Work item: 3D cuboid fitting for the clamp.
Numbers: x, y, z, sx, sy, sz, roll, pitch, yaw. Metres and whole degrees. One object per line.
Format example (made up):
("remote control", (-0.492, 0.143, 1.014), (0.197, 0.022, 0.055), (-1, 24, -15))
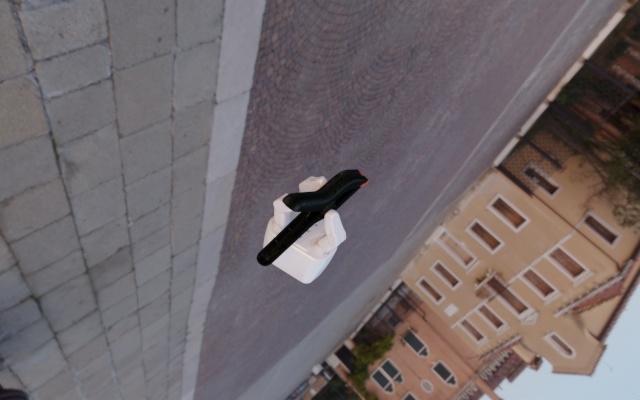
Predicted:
("clamp", (0.001, 0.003, 0.697), (0.210, 0.036, 0.165), (-36, -15, -31))
